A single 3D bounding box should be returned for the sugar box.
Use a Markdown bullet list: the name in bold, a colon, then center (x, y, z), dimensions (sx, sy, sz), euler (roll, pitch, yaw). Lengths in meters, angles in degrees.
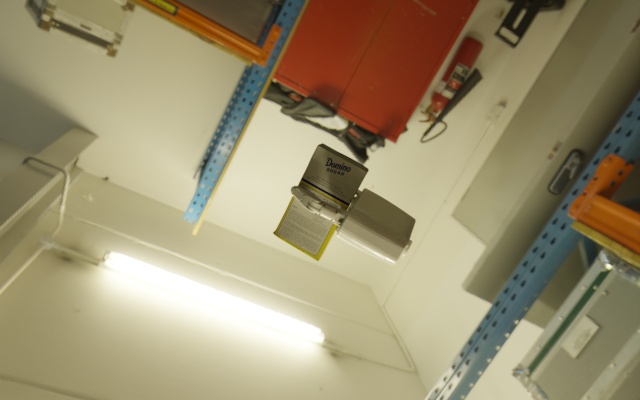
- **sugar box**: center (0.000, 0.003, 0.801), dimensions (0.093, 0.176, 0.048), euler (30, 14, 5)
